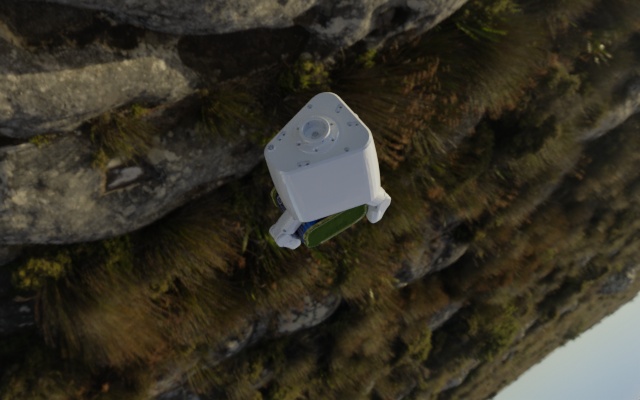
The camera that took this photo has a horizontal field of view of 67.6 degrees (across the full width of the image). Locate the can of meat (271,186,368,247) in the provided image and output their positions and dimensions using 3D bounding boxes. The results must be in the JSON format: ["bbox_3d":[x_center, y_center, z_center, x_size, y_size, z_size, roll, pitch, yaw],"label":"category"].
[{"bbox_3d":[0.000,0.002,0.631,0.102,0.084,0.057,-31,-29,-11],"label":"can of meat"}]
